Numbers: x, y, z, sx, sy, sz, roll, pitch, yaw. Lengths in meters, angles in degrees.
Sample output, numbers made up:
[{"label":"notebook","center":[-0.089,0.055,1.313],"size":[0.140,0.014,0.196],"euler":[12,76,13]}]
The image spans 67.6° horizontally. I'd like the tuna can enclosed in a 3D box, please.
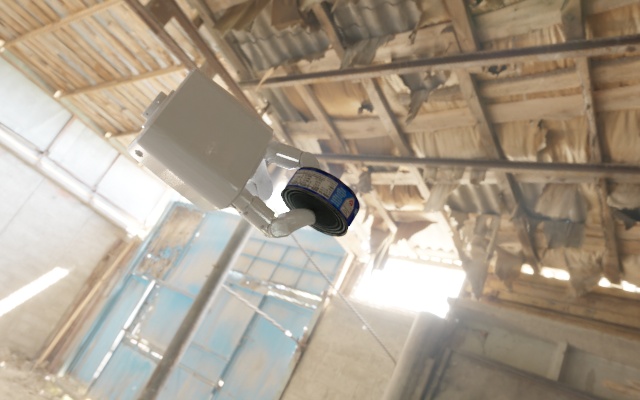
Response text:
[{"label":"tuna can","center":[0.000,0.001,0.530],"size":[0.086,0.033,0.086],"euler":[27,-24,13]}]
